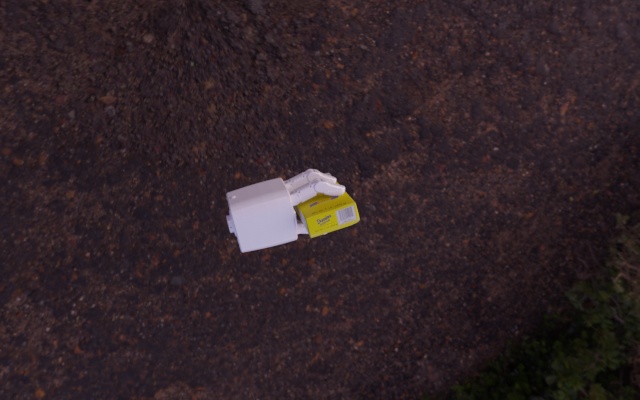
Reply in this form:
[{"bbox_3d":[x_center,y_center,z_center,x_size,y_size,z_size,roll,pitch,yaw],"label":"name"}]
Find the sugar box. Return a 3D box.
[{"bbox_3d":[0.000,0.003,0.891,0.093,0.048,0.176,-17,26,-9],"label":"sugar box"}]
